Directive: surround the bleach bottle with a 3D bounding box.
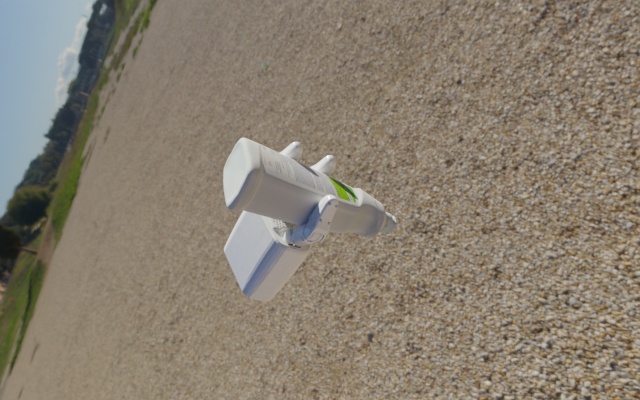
[{"bbox_3d":[0.000,0.002,0.632,0.251,0.068,0.102,21,28,-28],"label":"bleach bottle"}]
